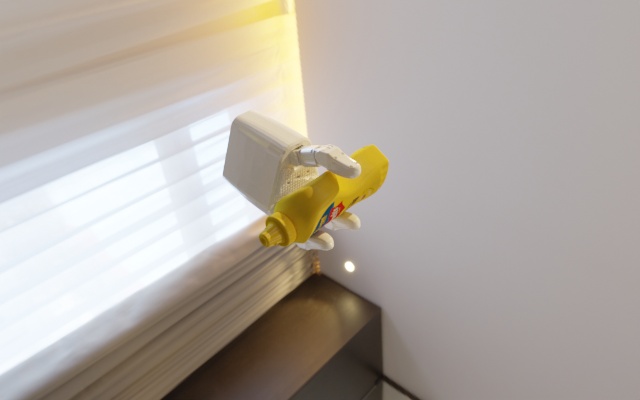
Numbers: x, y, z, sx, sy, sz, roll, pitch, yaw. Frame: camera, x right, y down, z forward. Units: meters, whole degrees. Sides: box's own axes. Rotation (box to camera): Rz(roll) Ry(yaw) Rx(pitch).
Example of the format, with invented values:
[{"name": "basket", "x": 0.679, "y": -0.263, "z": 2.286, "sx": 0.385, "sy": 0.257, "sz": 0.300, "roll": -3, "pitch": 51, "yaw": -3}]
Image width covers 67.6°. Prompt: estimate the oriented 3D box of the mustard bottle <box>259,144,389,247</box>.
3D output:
[{"name": "mustard bottle", "x": 0.001, "y": 0.002, "z": 0.593, "sx": 0.191, "sy": 0.058, "sz": 0.096, "roll": -33, "pitch": -12, "yaw": -35}]
